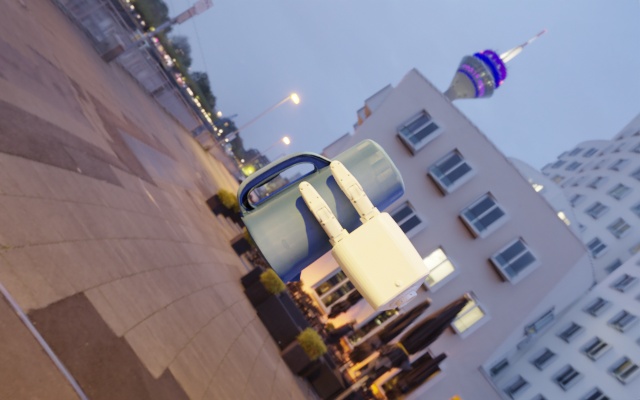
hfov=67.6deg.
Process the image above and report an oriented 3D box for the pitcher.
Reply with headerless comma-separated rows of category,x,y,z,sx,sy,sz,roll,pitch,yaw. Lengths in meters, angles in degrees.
pitcher,0.000,0.003,0.739,0.243,0.145,0.149,-34,-22,-5
